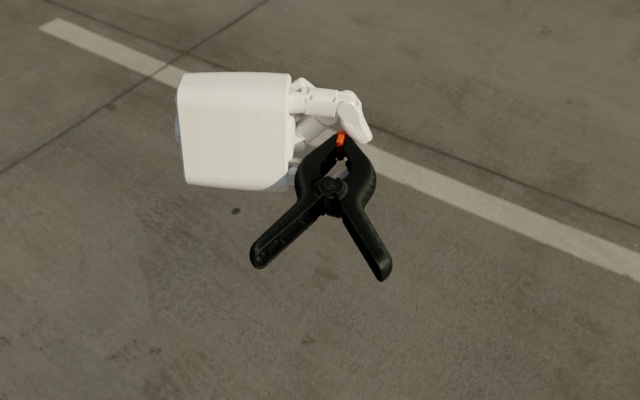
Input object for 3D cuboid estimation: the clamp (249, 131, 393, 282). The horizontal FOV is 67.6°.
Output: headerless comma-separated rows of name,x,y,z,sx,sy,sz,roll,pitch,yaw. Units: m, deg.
clamp,0.000,0.001,0.444,0.120,0.171,0.039,2,-44,-1
